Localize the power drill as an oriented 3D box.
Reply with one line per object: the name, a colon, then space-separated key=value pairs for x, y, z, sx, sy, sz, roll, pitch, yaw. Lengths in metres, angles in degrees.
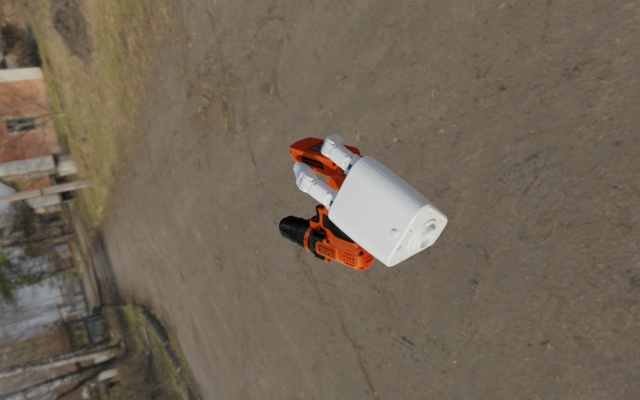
power drill: x=0.000 y=0.002 z=0.728 sx=0.184 sy=0.188 sz=0.057 roll=17 pitch=35 yaw=36
